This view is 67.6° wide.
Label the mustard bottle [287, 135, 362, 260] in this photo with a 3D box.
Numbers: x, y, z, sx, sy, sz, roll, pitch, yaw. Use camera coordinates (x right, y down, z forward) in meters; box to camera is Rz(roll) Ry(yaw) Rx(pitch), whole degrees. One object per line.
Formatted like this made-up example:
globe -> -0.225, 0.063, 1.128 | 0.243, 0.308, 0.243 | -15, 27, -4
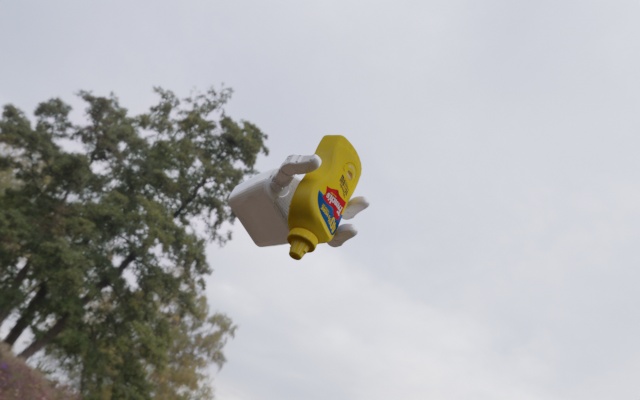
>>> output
mustard bottle -> 0.000, 0.002, 0.673 | 0.058, 0.191, 0.096 | 5, -40, 28
